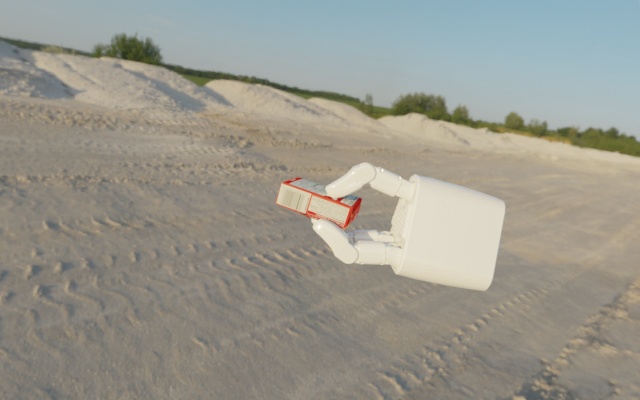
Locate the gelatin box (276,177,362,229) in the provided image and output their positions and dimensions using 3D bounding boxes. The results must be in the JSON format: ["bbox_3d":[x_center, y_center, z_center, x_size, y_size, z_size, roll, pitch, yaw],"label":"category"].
[{"bbox_3d":[0.000,0.001,0.568,0.089,0.030,0.073,20,12,9],"label":"gelatin box"}]
